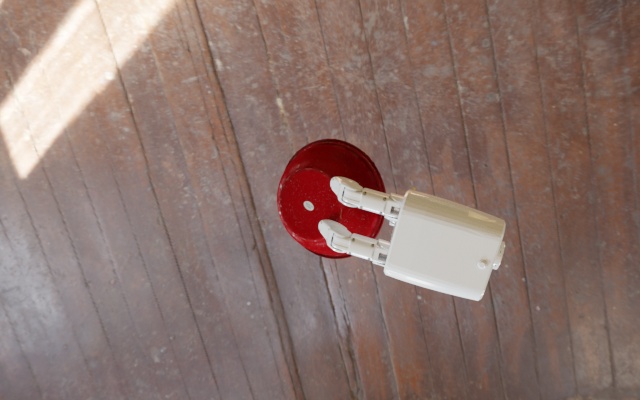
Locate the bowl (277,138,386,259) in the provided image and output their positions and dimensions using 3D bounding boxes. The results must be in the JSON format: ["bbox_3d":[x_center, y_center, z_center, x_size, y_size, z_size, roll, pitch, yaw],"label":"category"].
[{"bbox_3d":[-0.001,0.002,0.614,0.162,0.162,0.055,0,7,30],"label":"bowl"}]
